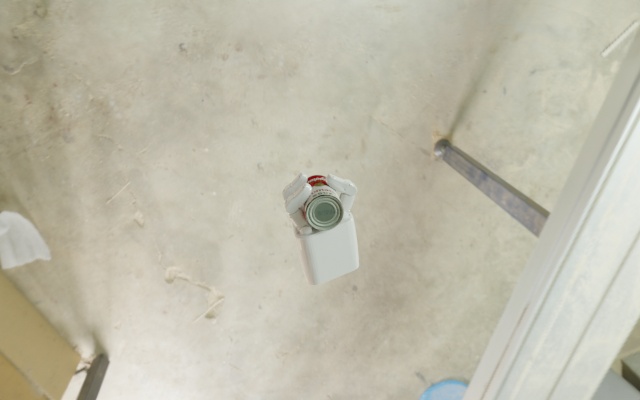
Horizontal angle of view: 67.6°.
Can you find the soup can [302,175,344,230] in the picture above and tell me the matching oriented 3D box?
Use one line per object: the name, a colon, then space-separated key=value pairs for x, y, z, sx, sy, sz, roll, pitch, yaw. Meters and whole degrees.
soup can: x=0.000 y=0.002 z=0.849 sx=0.068 sy=0.068 sz=0.102 roll=0 pitch=22 yaw=-9
